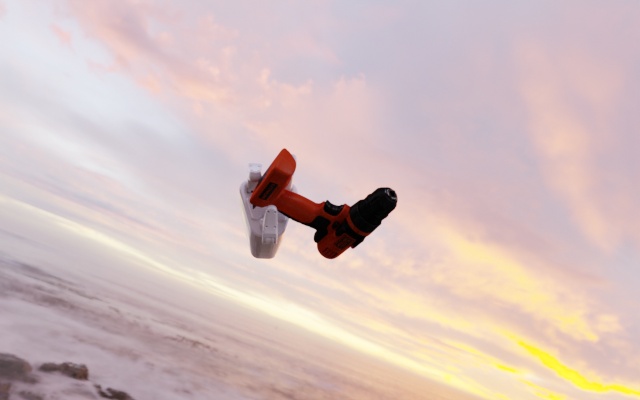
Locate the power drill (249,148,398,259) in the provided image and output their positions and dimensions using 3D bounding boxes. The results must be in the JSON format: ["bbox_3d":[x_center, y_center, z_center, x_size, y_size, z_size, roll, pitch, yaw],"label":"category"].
[{"bbox_3d":[0.000,0.002,0.729,0.188,0.057,0.184,33,-47,-12],"label":"power drill"}]
